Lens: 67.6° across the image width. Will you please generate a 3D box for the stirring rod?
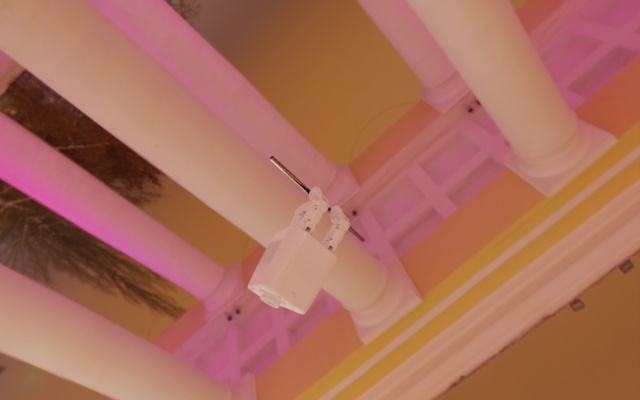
[{"bbox_3d":[0.000,0.003,0.818,0.240,0.011,0.011,42,-24,-29],"label":"stirring rod"}]
